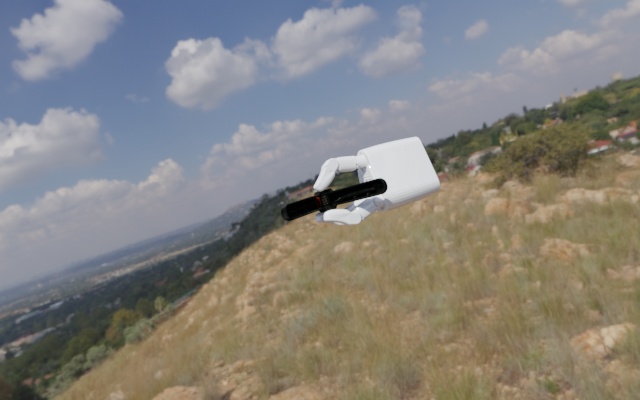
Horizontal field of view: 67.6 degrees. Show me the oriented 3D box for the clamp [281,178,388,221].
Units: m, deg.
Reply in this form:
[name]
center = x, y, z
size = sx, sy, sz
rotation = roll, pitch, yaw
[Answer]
[clamp]
center = 0.000, 0.002, 0.790
size = 0.164, 0.036, 0.210
rotation = -15, 1, -15
